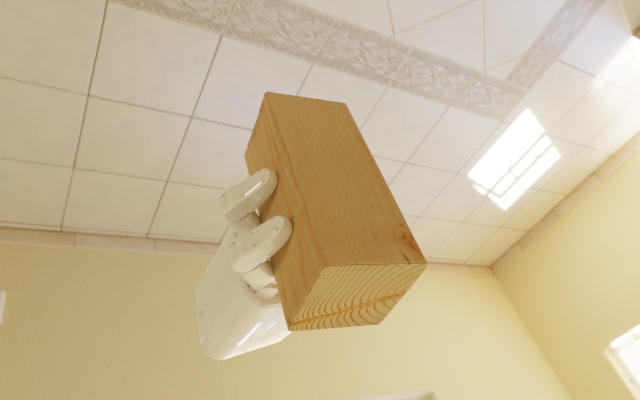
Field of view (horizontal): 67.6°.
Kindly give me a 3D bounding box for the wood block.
[{"bbox_3d":[0.000,0.002,0.433,0.091,0.206,0.090,3,-45,-26],"label":"wood block"}]
